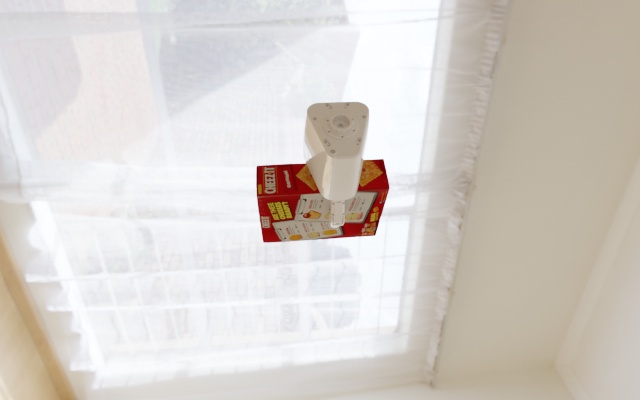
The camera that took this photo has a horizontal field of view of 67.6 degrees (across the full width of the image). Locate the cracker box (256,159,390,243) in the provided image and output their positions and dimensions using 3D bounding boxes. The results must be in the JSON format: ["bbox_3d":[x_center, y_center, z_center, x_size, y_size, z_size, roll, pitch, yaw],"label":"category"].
[{"bbox_3d":[0.000,0.003,0.834,0.214,0.072,0.164,-3,-32,-5],"label":"cracker box"}]
